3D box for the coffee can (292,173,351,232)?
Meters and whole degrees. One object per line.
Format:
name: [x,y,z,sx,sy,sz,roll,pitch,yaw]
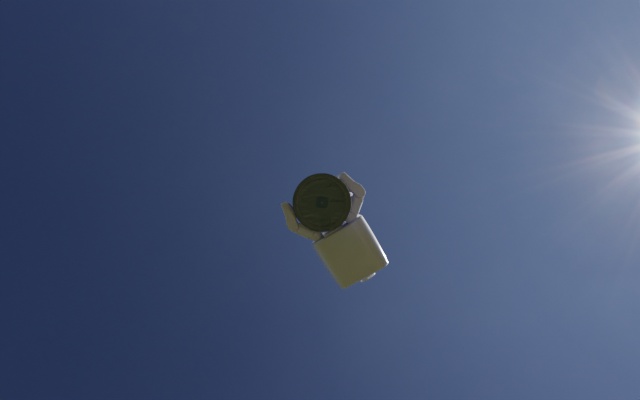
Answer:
coffee can: [0.000,0.003,0.896,0.103,0.103,0.140,0,1,-2]
